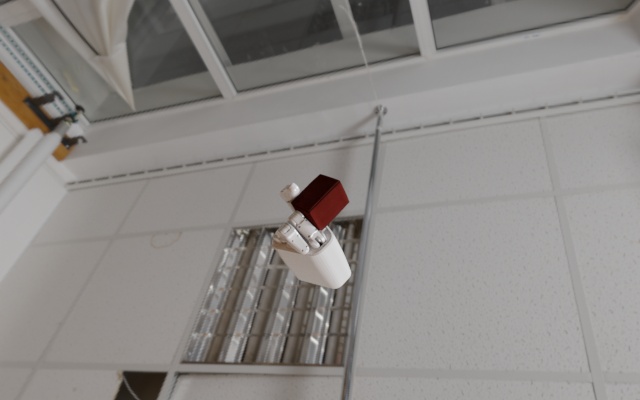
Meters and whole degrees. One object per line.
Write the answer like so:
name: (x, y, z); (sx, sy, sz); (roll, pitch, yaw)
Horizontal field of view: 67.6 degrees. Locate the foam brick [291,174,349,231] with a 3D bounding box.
foam brick: (0.000, 0.002, 0.808); (0.078, 0.051, 0.053); (-45, 40, -18)
